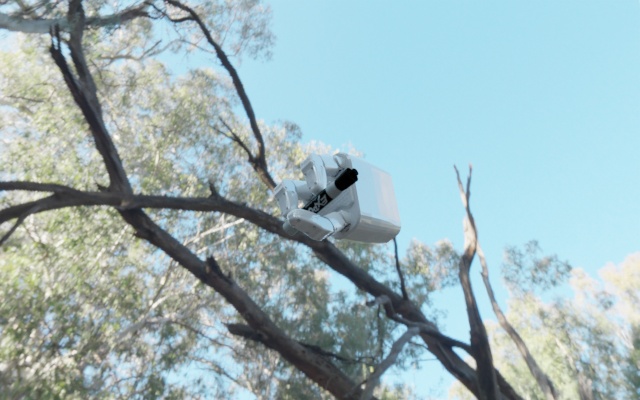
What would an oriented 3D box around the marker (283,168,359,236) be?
[{"bbox_3d":[0.000,0.002,0.562,0.121,0.020,0.020,-41,-23,29],"label":"marker"}]
